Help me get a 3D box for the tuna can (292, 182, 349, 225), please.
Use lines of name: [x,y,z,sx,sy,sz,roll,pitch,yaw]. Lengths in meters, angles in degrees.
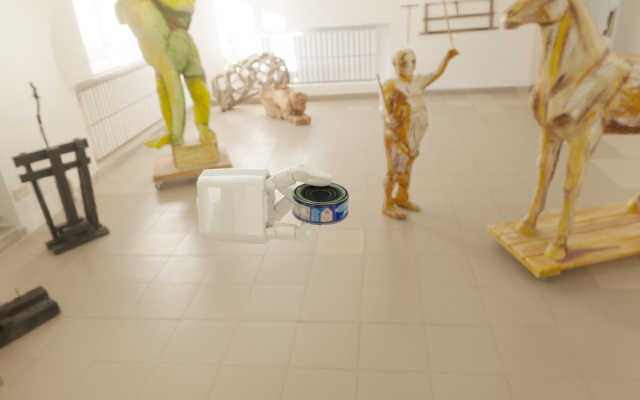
tuna can: [0.000,0.002,0.717,0.086,0.034,0.086,1,26,-1]
